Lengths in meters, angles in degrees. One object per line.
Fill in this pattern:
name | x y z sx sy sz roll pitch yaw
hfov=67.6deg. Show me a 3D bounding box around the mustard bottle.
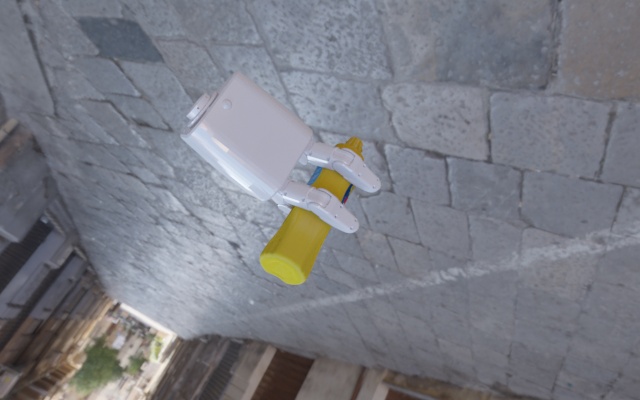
mustard bottle | 0.000 0.002 0.559 0.058 0.191 0.096 30 -22 1
